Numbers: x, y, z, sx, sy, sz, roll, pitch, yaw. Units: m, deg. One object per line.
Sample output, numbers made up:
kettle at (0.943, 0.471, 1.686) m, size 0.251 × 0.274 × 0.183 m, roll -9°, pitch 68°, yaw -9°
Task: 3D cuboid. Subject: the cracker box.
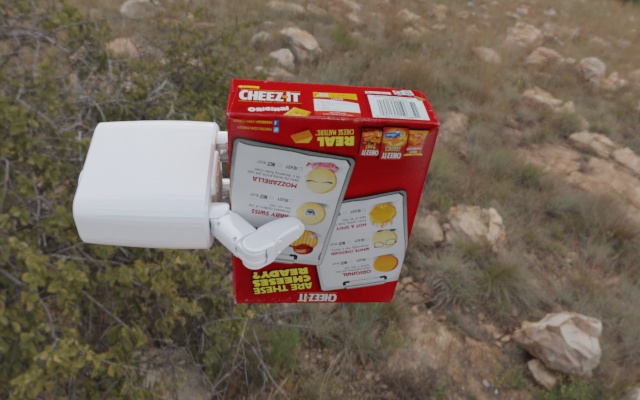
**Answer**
cracker box at (0.000, 0.001, 0.442) m, size 0.164 × 0.214 × 0.072 m, roll 1°, pitch 39°, yaw -6°
